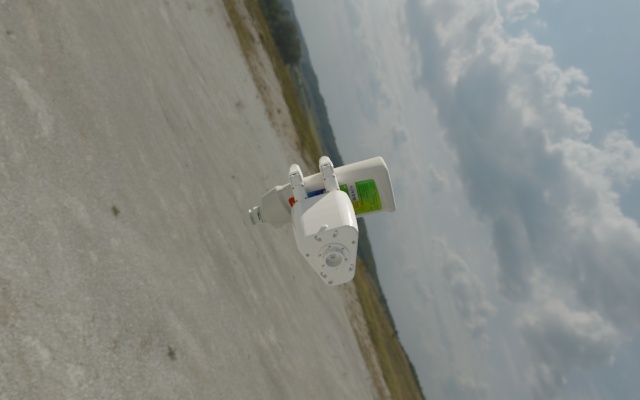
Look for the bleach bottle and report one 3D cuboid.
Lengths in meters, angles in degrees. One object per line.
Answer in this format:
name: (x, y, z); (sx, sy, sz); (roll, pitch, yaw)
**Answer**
bleach bottle: (0.000, 0.003, 0.846); (0.251, 0.103, 0.068); (-16, 29, 2)
